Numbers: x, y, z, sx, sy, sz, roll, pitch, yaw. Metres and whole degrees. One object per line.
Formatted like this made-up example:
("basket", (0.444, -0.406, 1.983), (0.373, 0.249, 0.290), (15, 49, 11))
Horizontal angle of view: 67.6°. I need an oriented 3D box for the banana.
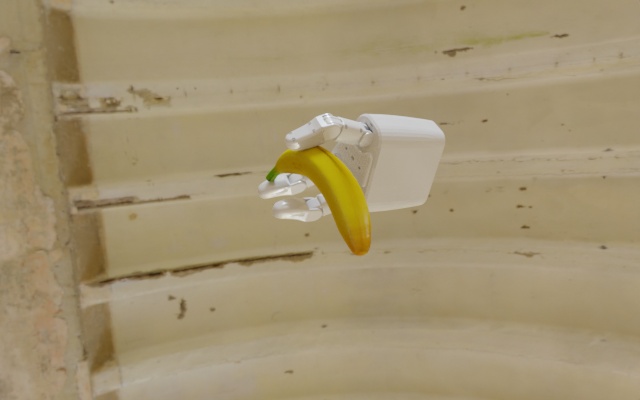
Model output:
("banana", (0.003, -0.017, 0.508), (0.037, 0.070, 0.197), (2, 23, -34))
